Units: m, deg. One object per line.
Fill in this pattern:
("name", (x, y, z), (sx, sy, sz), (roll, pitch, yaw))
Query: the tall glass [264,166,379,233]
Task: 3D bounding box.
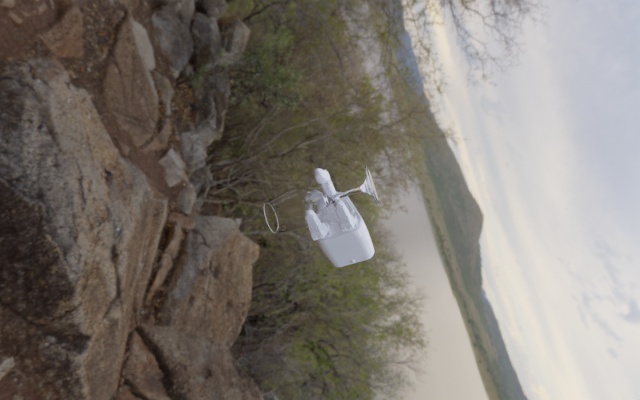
("tall glass", (0.001, 0.003, 0.872), (0.201, 0.079, 0.079), (-17, -3, 11))
